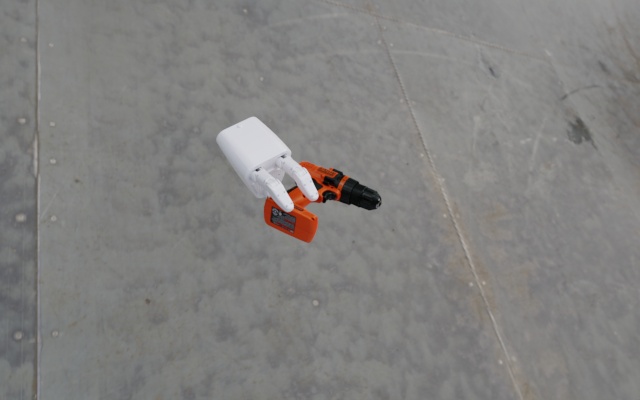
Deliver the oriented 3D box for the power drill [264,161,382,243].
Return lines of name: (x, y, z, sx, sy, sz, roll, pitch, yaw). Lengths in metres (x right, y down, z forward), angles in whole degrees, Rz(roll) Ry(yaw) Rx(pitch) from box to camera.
power drill: (0.000, 0.003, 0.873, 0.184, 0.057, 0.187, 21, 34, 20)
